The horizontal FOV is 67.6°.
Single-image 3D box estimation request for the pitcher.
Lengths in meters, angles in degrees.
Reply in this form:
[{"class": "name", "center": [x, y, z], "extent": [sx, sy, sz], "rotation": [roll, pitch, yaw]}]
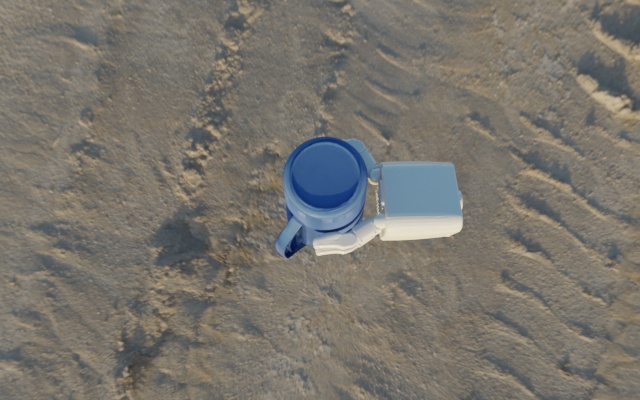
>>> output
[{"class": "pitcher", "center": [0.000, 0.002, 0.707], "extent": [0.145, 0.149, 0.243], "rotation": [-2, -12, 0]}]
